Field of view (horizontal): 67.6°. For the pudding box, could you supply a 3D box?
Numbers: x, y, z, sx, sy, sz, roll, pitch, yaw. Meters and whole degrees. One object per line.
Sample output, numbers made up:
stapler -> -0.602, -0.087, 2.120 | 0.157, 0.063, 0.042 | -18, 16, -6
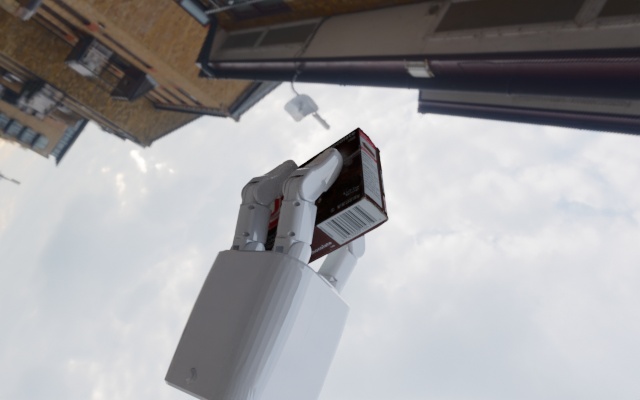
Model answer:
pudding box -> 0.000, 0.001, 0.408 | 0.113, 0.090, 0.039 | -29, -52, 25
